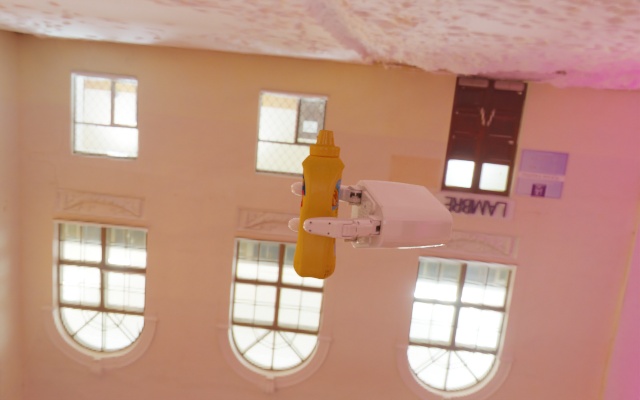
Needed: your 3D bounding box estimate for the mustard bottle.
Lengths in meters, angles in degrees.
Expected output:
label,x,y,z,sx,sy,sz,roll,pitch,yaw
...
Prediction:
label,x,y,z,sx,sy,sz,roll,pitch,yaw
mustard bottle,0.000,0.002,0.641,0.058,0.191,0.096,6,10,5
